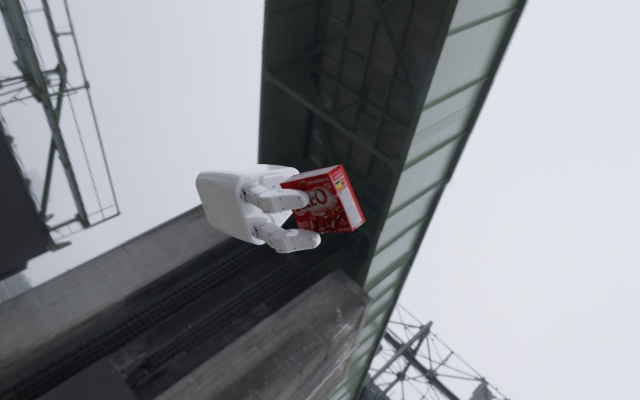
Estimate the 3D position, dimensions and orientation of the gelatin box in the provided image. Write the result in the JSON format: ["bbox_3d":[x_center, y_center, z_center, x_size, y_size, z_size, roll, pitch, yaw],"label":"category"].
[{"bbox_3d":[0.001,0.002,0.561,0.089,0.073,0.030,-8,20,46],"label":"gelatin box"}]
